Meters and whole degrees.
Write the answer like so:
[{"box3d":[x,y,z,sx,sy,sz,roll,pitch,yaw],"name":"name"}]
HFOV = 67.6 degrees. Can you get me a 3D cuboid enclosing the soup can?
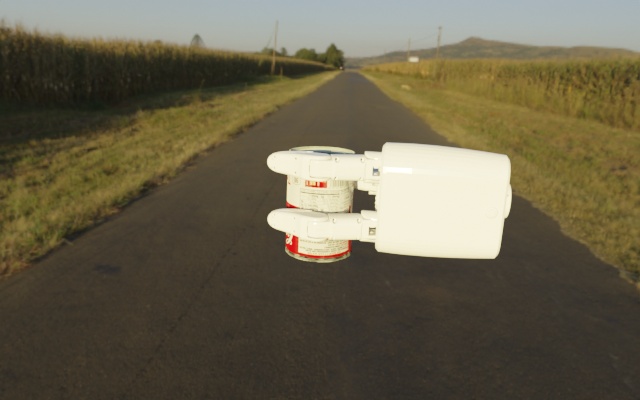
[{"box3d":[0.000,0.001,0.474,0.068,0.102,0.068,2,15,-1],"name":"soup can"}]
